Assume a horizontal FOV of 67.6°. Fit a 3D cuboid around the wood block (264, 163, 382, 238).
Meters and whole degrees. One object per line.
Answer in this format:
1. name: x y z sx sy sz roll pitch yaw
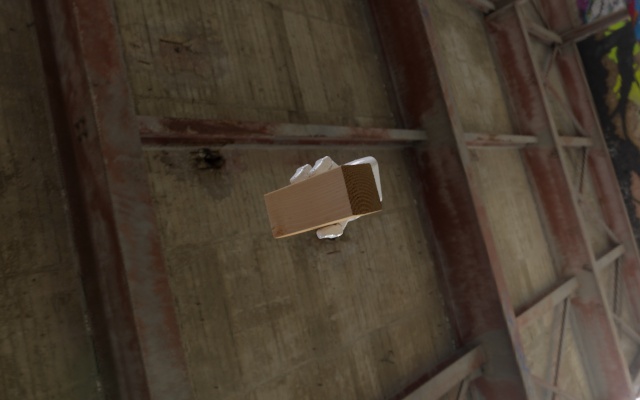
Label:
1. wood block: 0.000 0.003 0.897 0.206 0.091 0.090 -19 -6 42
